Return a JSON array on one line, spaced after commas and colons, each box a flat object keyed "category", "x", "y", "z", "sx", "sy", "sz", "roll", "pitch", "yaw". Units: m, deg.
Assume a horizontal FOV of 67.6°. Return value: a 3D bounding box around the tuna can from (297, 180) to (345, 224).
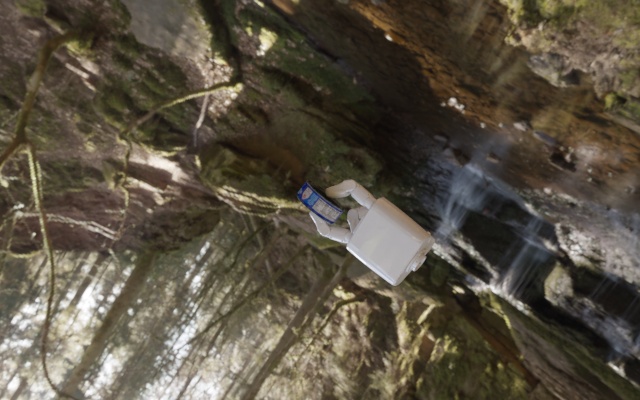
[{"category": "tuna can", "x": 0.000, "y": 0.003, "z": 0.847, "sx": 0.086, "sy": 0.034, "sz": 0.086, "roll": 38, "pitch": 8, "yaw": -7}]
